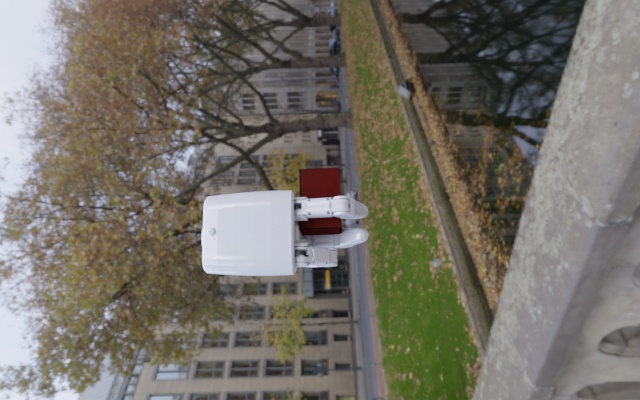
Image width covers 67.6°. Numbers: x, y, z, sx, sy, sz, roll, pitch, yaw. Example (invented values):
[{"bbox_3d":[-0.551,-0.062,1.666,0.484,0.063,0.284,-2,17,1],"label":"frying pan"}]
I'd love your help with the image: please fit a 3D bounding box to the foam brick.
[{"bbox_3d":[0.000,0.002,0.600,0.051,0.078,0.053,-2,-12,2],"label":"foam brick"}]
